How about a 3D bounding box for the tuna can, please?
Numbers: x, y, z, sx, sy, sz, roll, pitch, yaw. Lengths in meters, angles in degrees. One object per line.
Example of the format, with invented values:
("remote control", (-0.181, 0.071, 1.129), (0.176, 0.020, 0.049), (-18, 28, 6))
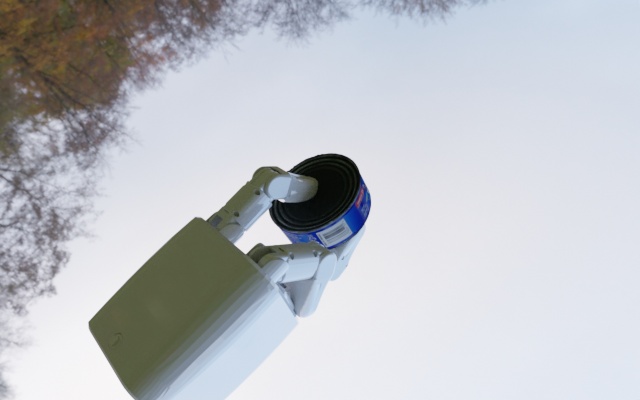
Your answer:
("tuna can", (0.000, 0.002, 0.416), (0.086, 0.086, 0.034), (0, -38, 30))
